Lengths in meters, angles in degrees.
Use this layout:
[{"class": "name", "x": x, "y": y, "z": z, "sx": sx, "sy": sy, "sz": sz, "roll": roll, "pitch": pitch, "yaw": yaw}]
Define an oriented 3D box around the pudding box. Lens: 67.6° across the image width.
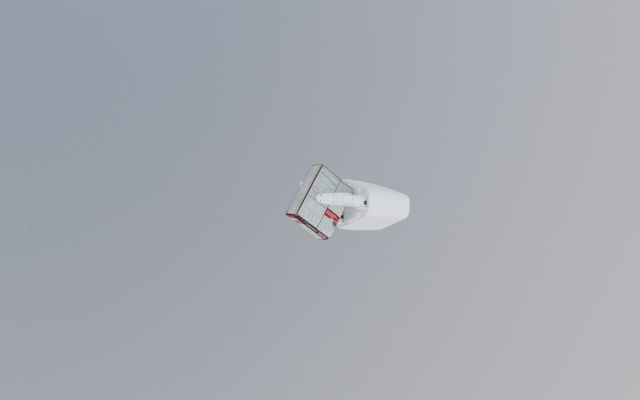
[{"class": "pudding box", "x": 0.000, "y": 0.003, "z": 0.878, "sx": 0.090, "sy": 0.113, "sz": 0.039, "roll": 38, "pitch": -23, "yaw": -28}]
